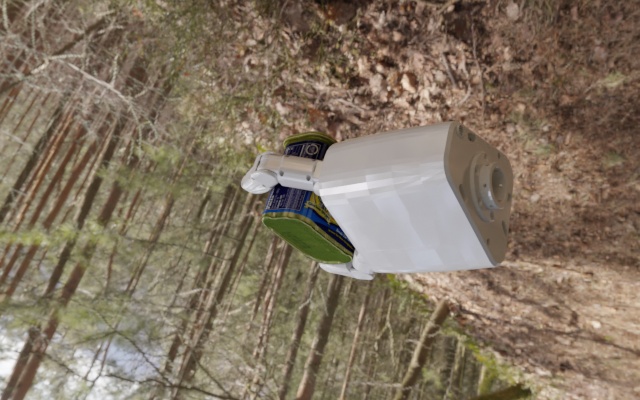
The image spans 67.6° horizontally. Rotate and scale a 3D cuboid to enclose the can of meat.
[{"bbox_3d":[0.000,0.002,0.436,0.057,0.084,0.102,-5,-33,39],"label":"can of meat"}]
